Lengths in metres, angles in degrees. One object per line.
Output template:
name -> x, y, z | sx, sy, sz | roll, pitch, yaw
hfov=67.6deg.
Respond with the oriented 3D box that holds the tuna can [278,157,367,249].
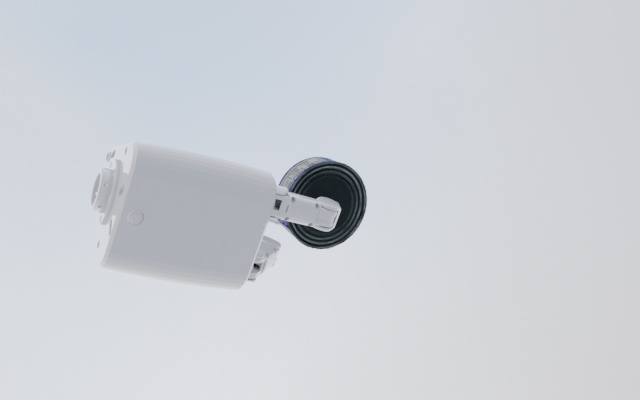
tuna can -> 0.000, 0.001, 0.463 | 0.086, 0.086, 0.033 | 0, 15, -28
